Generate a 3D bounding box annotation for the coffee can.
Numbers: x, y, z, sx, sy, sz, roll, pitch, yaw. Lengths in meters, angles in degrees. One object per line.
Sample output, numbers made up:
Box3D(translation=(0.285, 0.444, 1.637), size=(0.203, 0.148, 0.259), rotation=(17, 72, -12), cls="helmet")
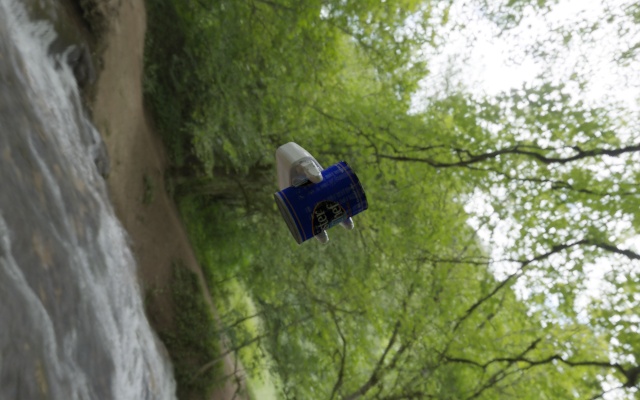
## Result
Box3D(translation=(0.000, 0.003, 0.864), size=(0.140, 0.103, 0.103), rotation=(-27, 5, -9), cls="coffee can")
